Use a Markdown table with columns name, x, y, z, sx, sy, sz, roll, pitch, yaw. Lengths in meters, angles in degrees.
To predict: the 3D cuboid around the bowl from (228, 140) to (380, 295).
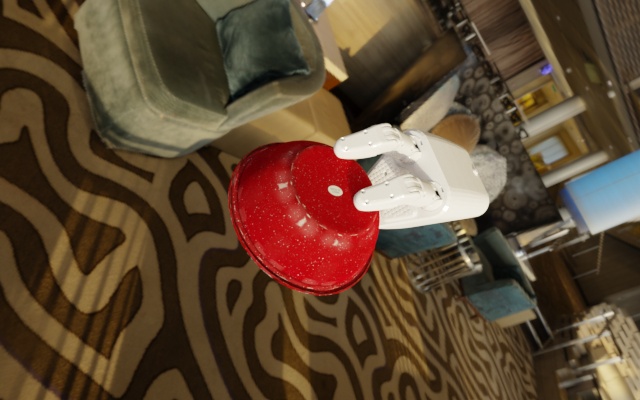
| name | x | y | z | sx | sy | sz | roll | pitch | yaw |
| --- | --- | --- | --- | --- | --- | --- | --- | --- | --- |
| bowl | -0.001 | 0.002 | 0.440 | 0.162 | 0.162 | 0.055 | 0 | -27 | -36 |
